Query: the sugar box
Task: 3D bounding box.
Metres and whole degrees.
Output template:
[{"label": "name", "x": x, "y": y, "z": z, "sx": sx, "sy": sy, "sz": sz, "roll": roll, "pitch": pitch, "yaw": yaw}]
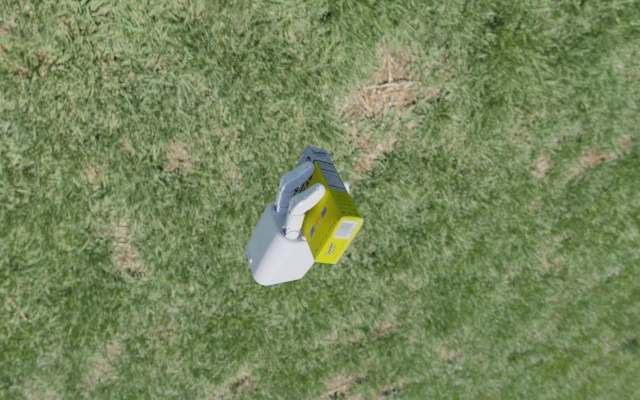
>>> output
[{"label": "sugar box", "x": 0.000, "y": 0.003, "z": 0.746, "sx": 0.048, "sy": 0.093, "sz": 0.176, "roll": 9, "pitch": 36, "yaw": -33}]
